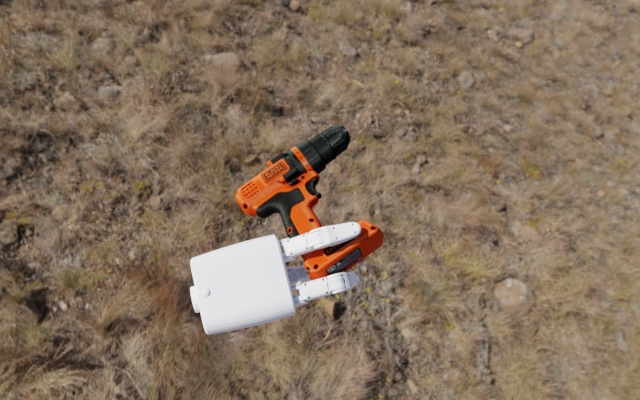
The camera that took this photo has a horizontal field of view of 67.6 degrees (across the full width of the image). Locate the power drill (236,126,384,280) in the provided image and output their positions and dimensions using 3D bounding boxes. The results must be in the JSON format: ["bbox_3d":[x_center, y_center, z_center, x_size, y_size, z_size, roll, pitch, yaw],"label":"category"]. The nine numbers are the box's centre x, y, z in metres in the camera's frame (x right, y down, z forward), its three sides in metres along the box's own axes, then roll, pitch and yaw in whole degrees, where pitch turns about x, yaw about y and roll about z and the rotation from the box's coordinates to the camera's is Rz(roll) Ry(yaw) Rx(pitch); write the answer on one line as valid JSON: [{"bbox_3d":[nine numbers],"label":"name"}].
[{"bbox_3d":[0.000,0.003,0.636,0.184,0.187,0.057,-36,-31,-3],"label":"power drill"}]
